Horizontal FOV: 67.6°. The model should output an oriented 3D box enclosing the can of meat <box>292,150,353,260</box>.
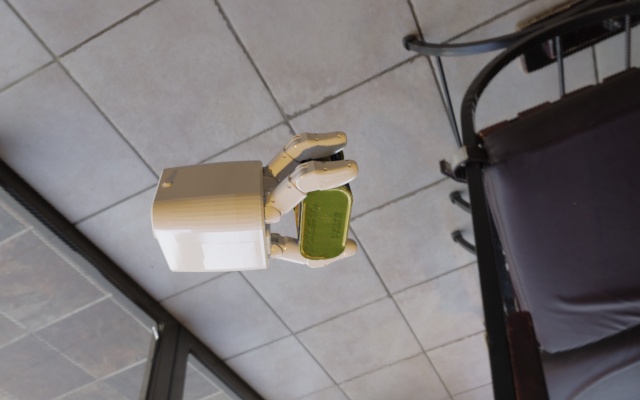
[{"bbox_3d":[0.000,0.002,0.517,0.057,0.102,0.084,0,36,-7],"label":"can of meat"}]
